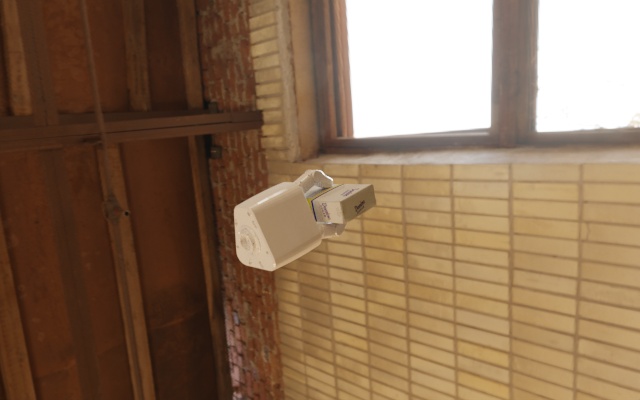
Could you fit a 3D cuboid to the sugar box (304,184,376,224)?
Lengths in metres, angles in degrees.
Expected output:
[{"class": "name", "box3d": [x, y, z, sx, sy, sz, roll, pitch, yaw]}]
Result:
[{"class": "sugar box", "box3d": [0.000, 0.003, 0.840, 0.176, 0.048, 0.093, 6, 24, 43]}]
